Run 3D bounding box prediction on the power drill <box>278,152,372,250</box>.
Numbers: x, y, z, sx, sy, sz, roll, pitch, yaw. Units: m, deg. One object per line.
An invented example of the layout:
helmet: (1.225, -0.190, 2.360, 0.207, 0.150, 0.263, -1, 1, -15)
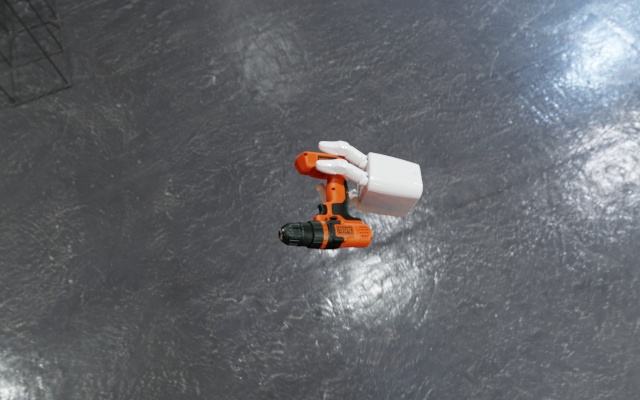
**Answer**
power drill: (0.000, 0.003, 0.897, 0.184, 0.187, 0.057, 5, -26, -28)
